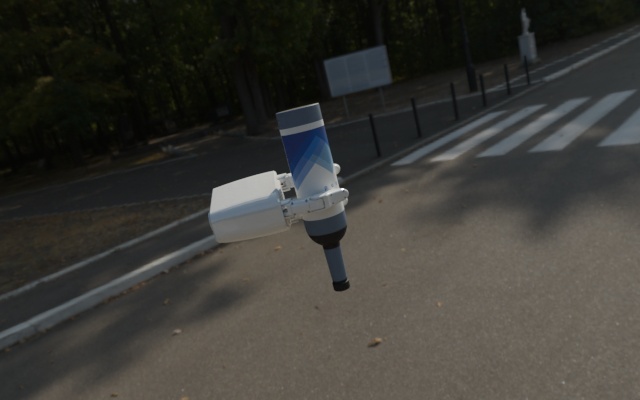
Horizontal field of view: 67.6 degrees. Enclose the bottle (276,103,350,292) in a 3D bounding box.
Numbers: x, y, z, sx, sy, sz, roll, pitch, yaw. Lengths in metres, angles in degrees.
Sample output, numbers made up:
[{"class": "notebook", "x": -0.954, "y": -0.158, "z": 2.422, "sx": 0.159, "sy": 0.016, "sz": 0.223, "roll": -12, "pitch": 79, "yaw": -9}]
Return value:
[{"class": "bottle", "x": 0.000, "y": 0.002, "z": 0.741, "sx": 0.069, "sy": 0.296, "sz": 0.069, "roll": -13, "pitch": 13, "yaw": 3}]
